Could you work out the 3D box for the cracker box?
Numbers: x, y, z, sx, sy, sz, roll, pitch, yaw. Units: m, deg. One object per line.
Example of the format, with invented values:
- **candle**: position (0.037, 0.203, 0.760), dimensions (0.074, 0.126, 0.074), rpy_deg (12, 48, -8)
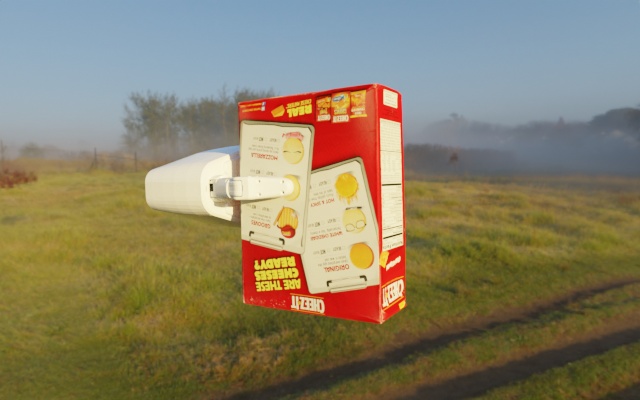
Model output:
- **cracker box**: position (0.000, 0.001, 0.484), dimensions (0.164, 0.214, 0.072), rpy_deg (0, 3, 33)
